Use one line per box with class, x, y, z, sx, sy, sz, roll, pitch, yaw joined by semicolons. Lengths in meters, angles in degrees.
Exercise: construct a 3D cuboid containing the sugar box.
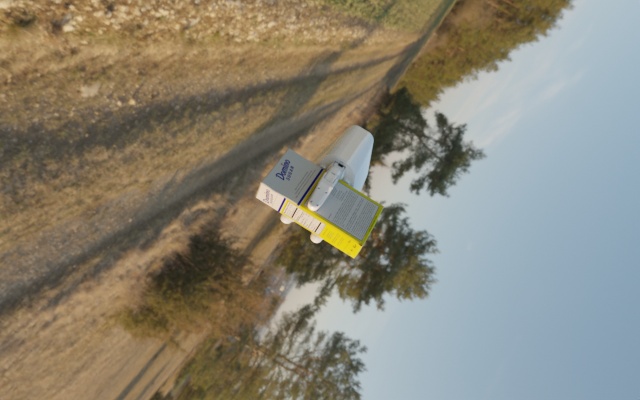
sugar box;0.000;0.003;0.730;0.176;0.093;0.048;31;-42;3
